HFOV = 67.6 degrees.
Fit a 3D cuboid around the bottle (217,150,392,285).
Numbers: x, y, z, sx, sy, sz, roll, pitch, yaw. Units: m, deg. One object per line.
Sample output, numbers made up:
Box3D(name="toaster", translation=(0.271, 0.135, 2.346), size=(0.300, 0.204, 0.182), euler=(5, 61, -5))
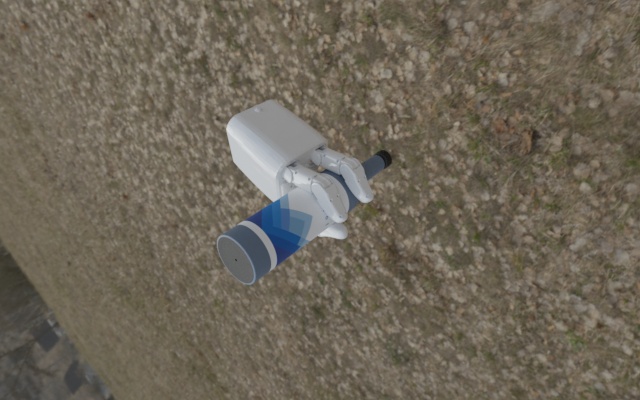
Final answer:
Box3D(name="bottle", translation=(0.000, 0.002, 0.631), size=(0.069, 0.069, 0.295), euler=(0, 27, 47))
